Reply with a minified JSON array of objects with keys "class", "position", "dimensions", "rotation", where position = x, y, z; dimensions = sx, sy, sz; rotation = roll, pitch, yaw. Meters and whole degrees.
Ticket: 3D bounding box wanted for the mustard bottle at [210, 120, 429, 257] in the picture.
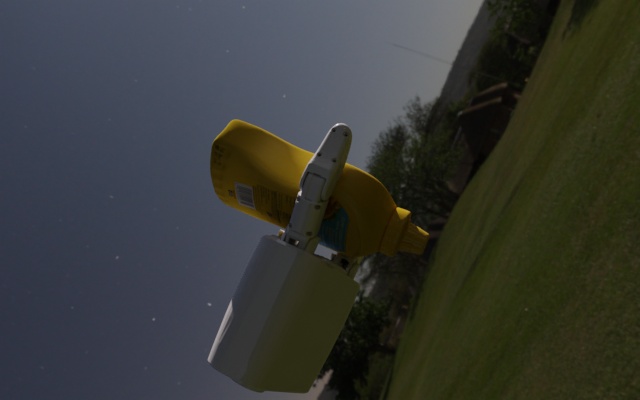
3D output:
[{"class":"mustard bottle","position":[0.000,0.001,0.413],"dimensions":[0.191,0.058,0.096],"rotation":[23,-35,15]}]
